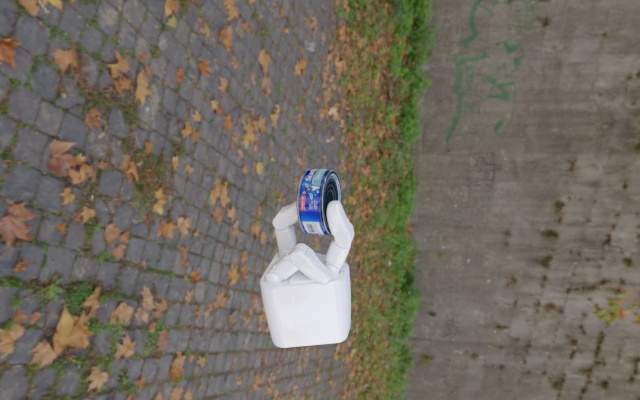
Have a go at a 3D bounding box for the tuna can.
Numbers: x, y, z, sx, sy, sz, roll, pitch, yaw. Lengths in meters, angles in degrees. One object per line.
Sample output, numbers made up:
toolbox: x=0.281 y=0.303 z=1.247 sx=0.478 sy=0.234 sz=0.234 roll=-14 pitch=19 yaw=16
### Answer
tuna can: x=0.001 y=0.002 z=0.612 sx=0.034 sy=0.086 sz=0.086 roll=1 pitch=0 yaw=19
